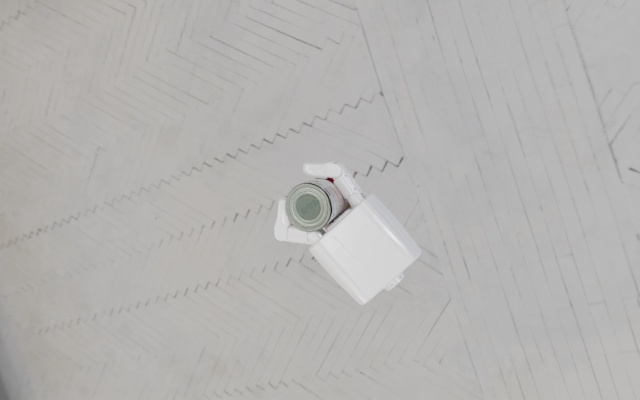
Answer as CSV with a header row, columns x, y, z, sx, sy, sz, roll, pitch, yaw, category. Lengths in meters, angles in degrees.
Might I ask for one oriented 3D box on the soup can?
x,y,z,sx,sy,sz,roll,pitch,yaw,category
0.000,0.002,0.670,0.068,0.068,0.102,0,9,20,soup can
